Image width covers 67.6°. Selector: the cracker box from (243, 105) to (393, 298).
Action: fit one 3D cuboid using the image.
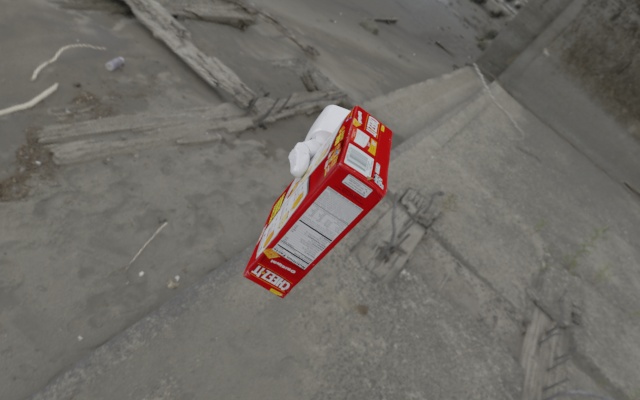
[{"bbox_3d":[0.000,0.002,0.617,0.072,0.214,0.164,34,33,-12],"label":"cracker box"}]
